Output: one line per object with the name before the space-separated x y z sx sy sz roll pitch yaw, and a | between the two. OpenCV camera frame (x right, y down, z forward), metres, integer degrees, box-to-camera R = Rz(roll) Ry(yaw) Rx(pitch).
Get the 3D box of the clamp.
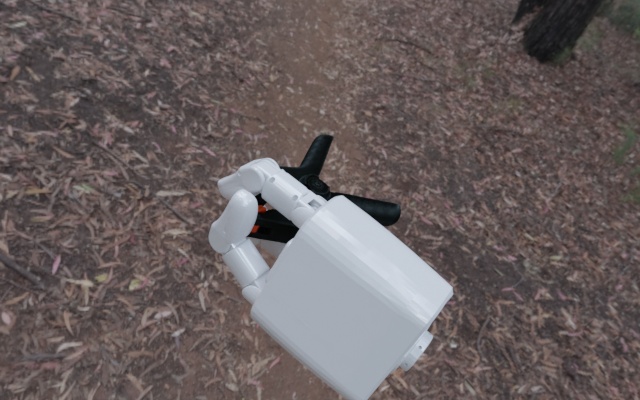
clamp | 0.000 0.001 0.434 0.120 0.039 0.171 38 41 15
